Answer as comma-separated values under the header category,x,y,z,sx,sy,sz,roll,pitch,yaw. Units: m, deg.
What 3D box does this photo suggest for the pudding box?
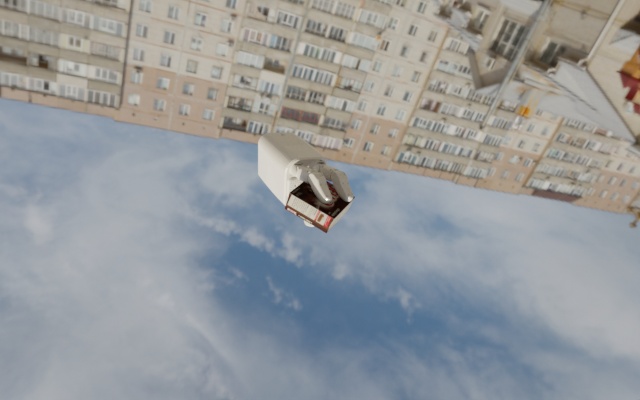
category,x,y,z,sx,sy,sz,roll,pitch,yaw
pudding box,0.000,0.003,0.847,0.090,0.039,0.113,29,31,10
